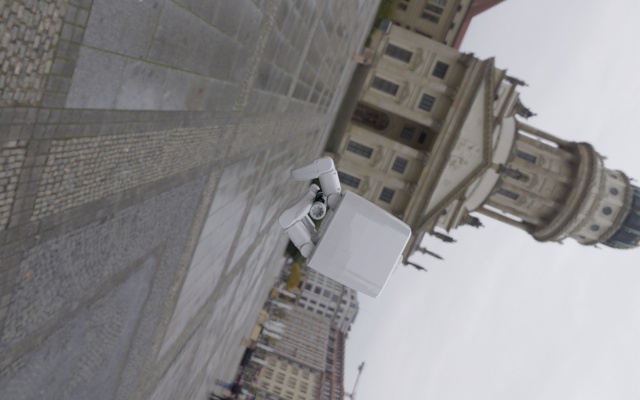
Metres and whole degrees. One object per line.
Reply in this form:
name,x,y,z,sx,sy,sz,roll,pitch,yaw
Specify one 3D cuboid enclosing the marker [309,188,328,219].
marker,0.000,0.002,0.617,0.020,0.020,0.121,0,10,4
